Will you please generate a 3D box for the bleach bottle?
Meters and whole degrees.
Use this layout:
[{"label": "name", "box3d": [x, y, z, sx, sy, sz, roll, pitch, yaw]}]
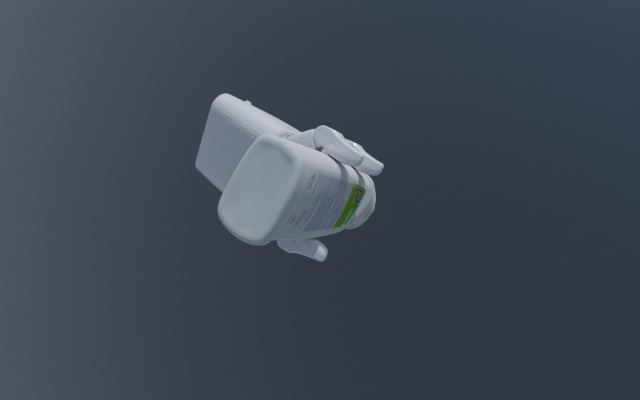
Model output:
[{"label": "bleach bottle", "box3d": [0.000, 0.002, 0.536, 0.068, 0.102, 0.251, 34, 9, 26]}]
